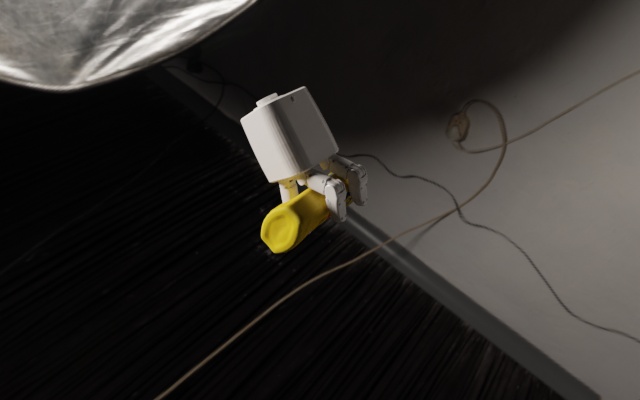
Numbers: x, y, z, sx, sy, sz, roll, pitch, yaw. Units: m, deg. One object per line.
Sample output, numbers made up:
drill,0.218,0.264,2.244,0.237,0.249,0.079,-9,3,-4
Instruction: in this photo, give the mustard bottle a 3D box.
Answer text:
mustard bottle,0.000,0.003,0.711,0.191,0.058,0.096,-36,-11,-43
